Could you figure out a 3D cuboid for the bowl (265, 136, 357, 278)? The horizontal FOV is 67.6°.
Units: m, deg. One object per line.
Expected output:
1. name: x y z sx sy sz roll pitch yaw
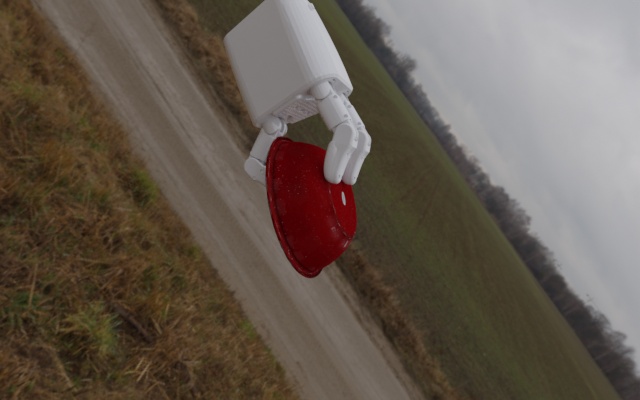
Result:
1. bowl: 0.001 0.003 0.527 0.055 0.162 0.162 -12 -4 18
